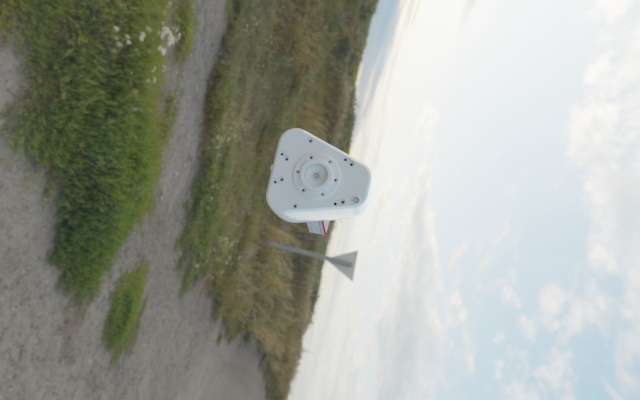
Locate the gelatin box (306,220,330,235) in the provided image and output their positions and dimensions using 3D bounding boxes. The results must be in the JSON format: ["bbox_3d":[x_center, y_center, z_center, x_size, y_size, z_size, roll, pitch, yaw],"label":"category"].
[{"bbox_3d":[0.001,0.002,0.686,0.030,0.073,0.089,11,-18,9],"label":"gelatin box"}]
